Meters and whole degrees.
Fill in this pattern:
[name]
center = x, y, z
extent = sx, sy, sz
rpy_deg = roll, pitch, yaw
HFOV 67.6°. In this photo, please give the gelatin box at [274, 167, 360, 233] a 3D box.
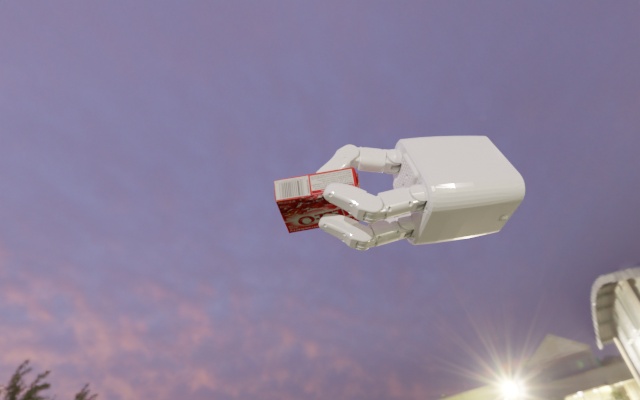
[gelatin box]
center = 0.000, 0.001, 0.521
extent = 0.089, 0.030, 0.073
rpy_deg = -9, -31, 3
